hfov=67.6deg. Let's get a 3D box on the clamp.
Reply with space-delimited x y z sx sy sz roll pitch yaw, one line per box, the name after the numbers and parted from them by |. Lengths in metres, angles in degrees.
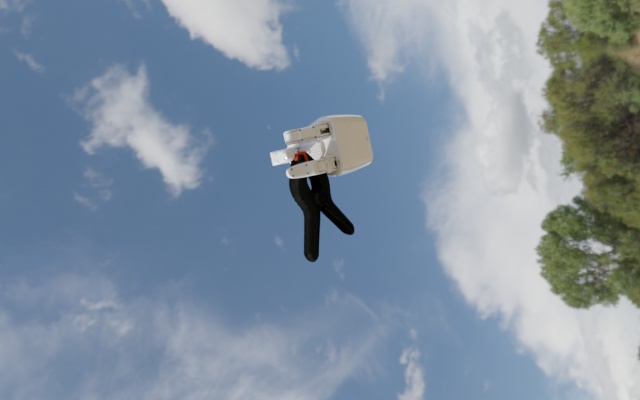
0.000 0.002 0.773 0.039 0.171 0.120 -9 6 36 | clamp
